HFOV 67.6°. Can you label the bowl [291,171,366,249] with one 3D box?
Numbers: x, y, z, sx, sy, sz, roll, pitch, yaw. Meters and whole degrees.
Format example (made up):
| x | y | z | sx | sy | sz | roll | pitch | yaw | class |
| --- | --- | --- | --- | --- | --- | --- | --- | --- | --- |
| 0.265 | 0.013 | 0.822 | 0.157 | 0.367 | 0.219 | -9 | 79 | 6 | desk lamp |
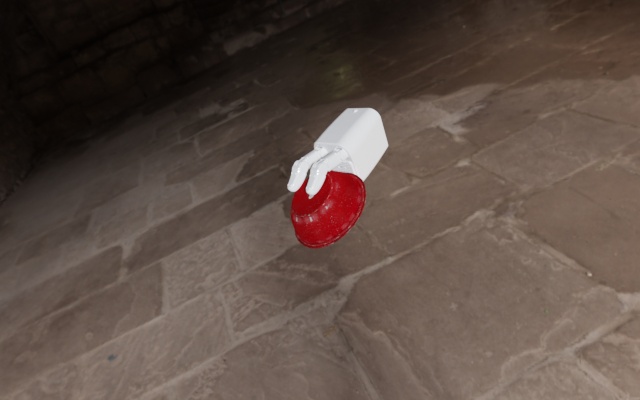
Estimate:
| x | y | z | sx | sy | sz | roll | pitch | yaw | class |
| --- | --- | --- | --- | --- | --- | --- | --- | --- | --- |
| -0.001 | 0.004 | 0.852 | 0.162 | 0.162 | 0.055 | 0 | -31 | 45 | bowl |
